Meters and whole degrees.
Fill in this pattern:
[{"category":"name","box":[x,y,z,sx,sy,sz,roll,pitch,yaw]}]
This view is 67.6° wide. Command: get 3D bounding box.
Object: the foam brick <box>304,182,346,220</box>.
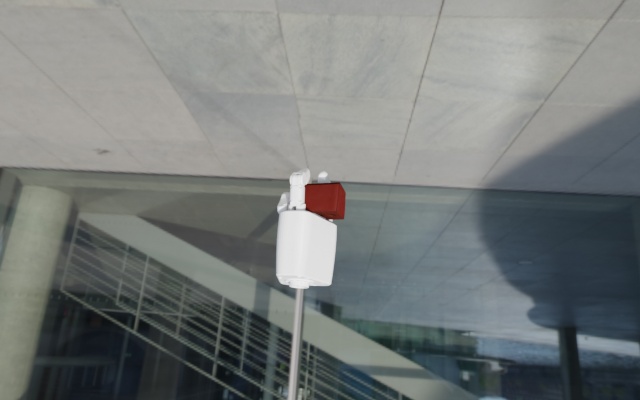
[{"category":"foam brick","box":[0.000,0.003,0.813,0.078,0.051,0.053,-2,-19,17]}]
